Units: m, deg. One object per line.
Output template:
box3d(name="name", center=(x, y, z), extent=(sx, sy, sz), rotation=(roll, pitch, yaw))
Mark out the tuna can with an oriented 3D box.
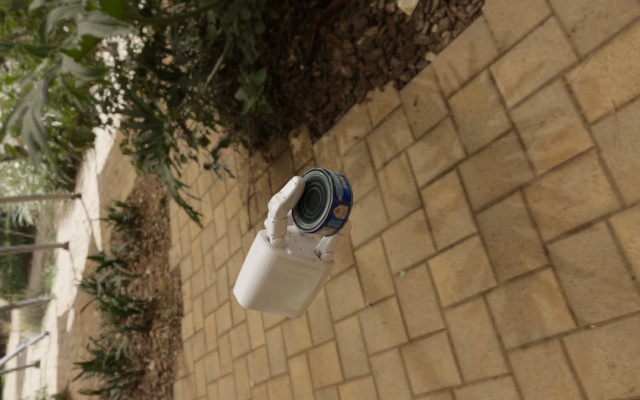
box3d(name="tuna can", center=(0.000, 0.002, 0.608), extent=(0.034, 0.086, 0.086), rotation=(14, -9, -39))
